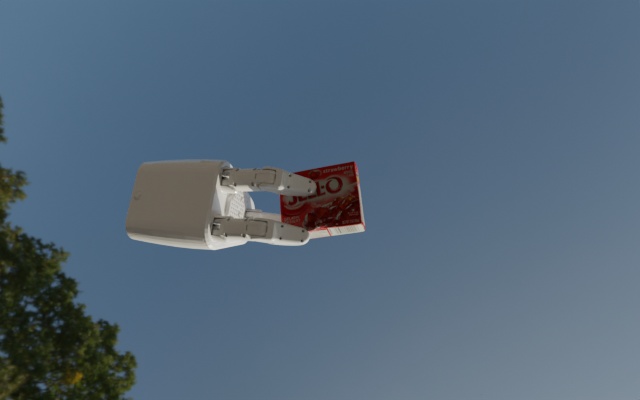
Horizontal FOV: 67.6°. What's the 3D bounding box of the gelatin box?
[{"bbox_3d":[0.001,0.002,0.523,0.089,0.073,0.030,-9,-22,10],"label":"gelatin box"}]
